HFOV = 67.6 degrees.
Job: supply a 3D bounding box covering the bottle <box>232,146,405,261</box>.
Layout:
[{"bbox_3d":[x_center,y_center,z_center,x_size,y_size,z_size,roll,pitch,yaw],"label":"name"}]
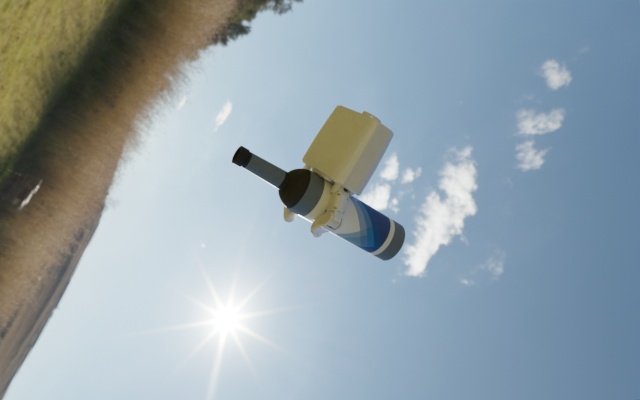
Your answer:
[{"bbox_3d":[0.000,0.003,0.720,0.296,0.069,0.069,30,-14,-25],"label":"bottle"}]
